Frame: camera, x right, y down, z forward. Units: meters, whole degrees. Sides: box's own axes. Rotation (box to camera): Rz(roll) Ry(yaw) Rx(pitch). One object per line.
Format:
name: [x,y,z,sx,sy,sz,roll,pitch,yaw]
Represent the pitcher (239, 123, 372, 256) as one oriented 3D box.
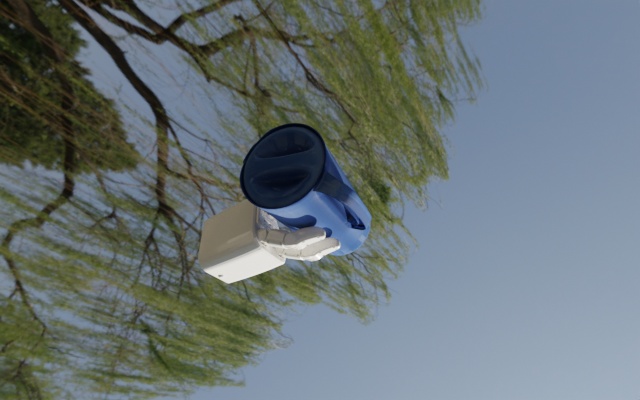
pitcher: [0.000,0.002,0.737,0.145,0.149,0.243,-24,-33,14]
